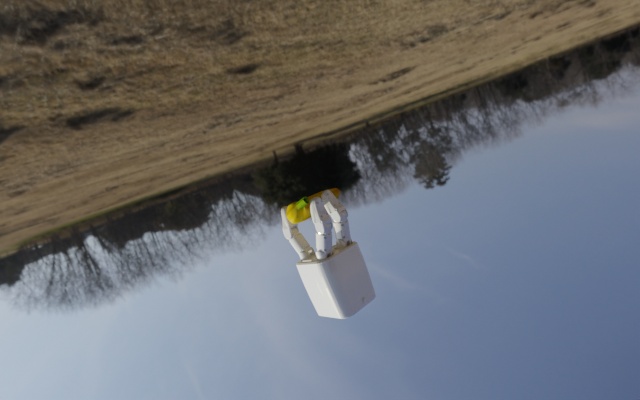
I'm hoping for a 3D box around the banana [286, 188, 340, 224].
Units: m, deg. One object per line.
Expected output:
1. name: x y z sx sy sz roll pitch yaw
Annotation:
1. banana: -0.017 0.011 0.858 0.069 0.037 0.198 -24 0 18
